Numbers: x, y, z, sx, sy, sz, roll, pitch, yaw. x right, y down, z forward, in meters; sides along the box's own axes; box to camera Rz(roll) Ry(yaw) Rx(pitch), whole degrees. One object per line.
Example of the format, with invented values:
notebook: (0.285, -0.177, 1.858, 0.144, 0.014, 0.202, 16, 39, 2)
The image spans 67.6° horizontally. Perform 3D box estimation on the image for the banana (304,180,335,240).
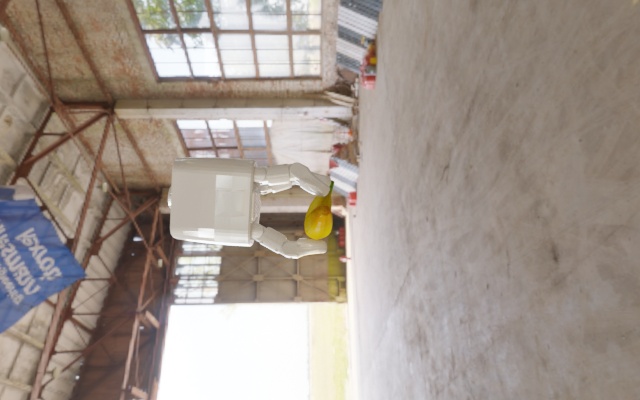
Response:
banana: (-0.002, 0.019, 0.663, 0.037, 0.070, 0.197, 8, 13, 0)
